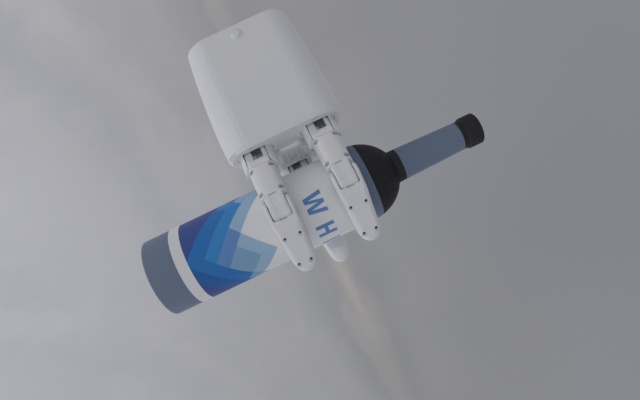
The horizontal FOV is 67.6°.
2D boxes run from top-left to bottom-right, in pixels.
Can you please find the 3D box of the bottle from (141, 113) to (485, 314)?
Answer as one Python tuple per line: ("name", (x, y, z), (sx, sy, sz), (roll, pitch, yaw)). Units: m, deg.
("bottle", (0.000, 0.002, 0.404), (0.296, 0.069, 0.069), (-26, 0, -1))
